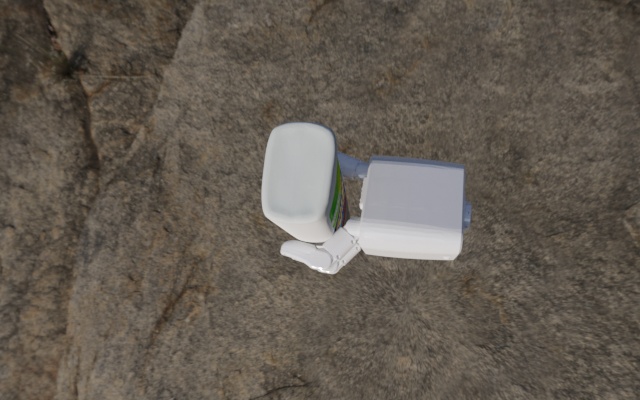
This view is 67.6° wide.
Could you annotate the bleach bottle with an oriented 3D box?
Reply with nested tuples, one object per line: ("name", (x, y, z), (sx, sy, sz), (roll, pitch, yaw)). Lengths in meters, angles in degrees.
("bleach bottle", (0.000, 0.002, 0.554), (0.068, 0.102, 0.251), (5, -12, 11))
